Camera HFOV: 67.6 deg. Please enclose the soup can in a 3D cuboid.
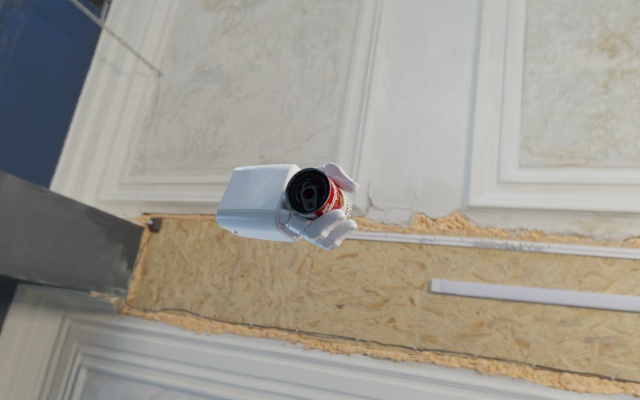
[{"bbox_3d":[0.001,0.002,0.698,0.068,0.068,0.102,0,-18,22],"label":"soup can"}]
